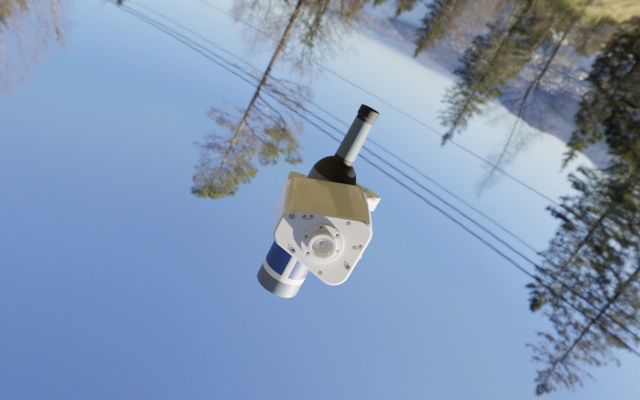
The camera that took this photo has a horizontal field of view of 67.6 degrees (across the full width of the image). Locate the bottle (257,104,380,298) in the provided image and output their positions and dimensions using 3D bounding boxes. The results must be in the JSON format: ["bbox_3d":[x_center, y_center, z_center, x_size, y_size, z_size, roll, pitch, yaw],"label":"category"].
[{"bbox_3d":[0.000,0.002,0.673,0.069,0.296,0.069,25,19,-9],"label":"bottle"}]
